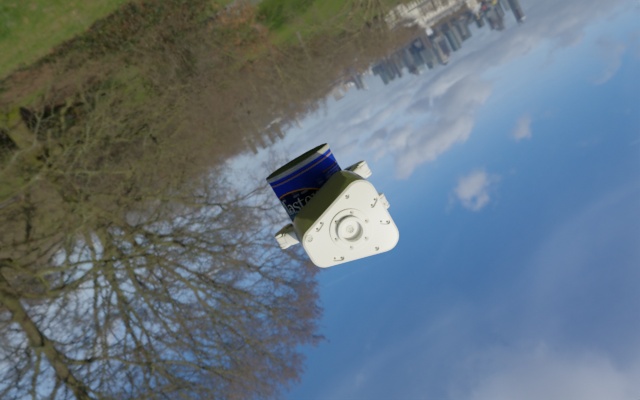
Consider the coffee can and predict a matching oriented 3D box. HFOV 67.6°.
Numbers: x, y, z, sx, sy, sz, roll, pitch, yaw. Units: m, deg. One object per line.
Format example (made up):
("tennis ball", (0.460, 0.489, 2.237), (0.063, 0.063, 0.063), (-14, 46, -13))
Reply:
("coffee can", (0.000, 0.002, 0.695), (0.103, 0.140, 0.102), (-29, 10, 6))
